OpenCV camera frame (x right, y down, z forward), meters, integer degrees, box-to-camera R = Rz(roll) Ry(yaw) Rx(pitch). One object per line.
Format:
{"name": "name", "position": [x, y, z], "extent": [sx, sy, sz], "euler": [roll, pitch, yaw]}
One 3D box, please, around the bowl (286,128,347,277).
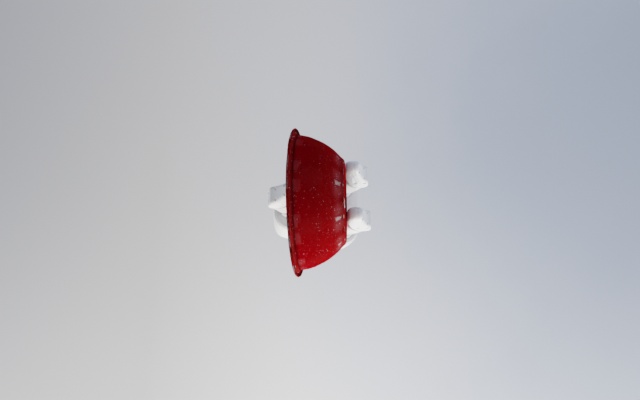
{"name": "bowl", "position": [0.000, 0.002, 0.519], "extent": [0.055, 0.162, 0.162], "euler": [-1, 0, 5]}
